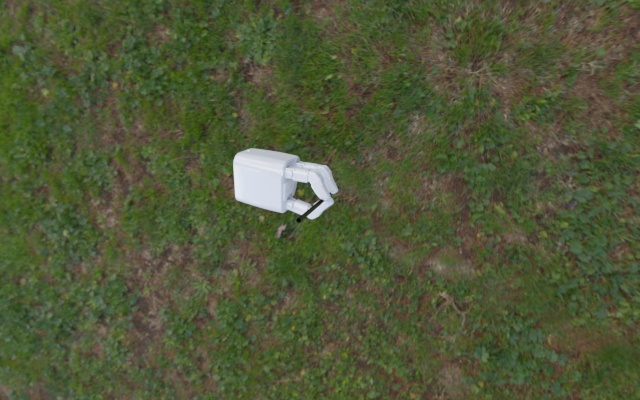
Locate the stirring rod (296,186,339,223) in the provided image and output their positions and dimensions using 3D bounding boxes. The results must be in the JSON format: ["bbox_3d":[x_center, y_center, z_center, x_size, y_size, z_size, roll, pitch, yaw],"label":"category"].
[{"bbox_3d":[0.000,0.003,0.886,0.011,0.011,0.239,0,14,18],"label":"stirring rod"}]
